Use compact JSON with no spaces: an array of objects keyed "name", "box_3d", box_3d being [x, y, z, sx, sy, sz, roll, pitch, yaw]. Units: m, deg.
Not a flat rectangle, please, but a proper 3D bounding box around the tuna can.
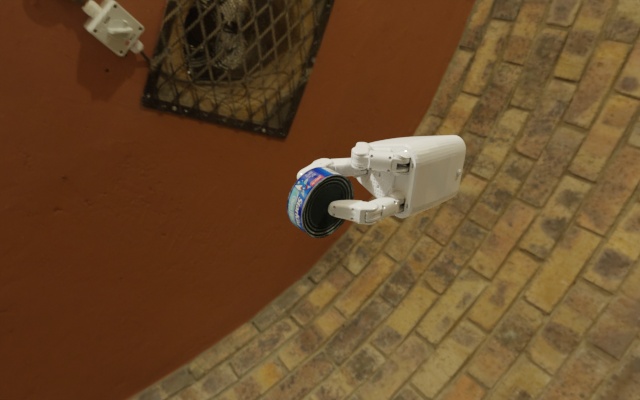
[{"name":"tuna can","box_3d":[0.000,0.002,0.598,0.086,0.086,0.033,0,23,-46]}]
